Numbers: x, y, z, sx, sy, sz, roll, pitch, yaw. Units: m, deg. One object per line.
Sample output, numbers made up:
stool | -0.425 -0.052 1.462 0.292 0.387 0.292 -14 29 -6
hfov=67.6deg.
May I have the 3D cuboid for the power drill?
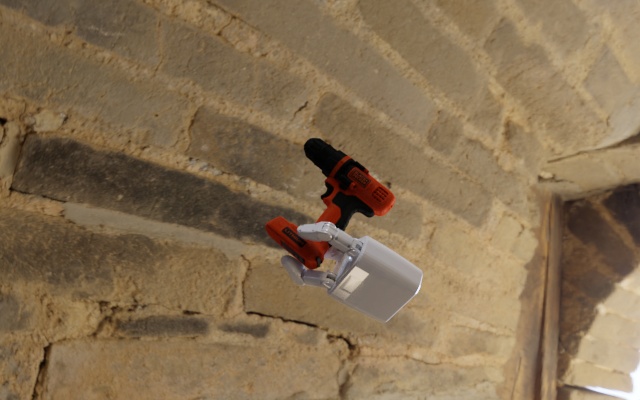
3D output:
power drill | 0.000 0.003 0.776 0.184 0.187 0.057 39 -16 16
